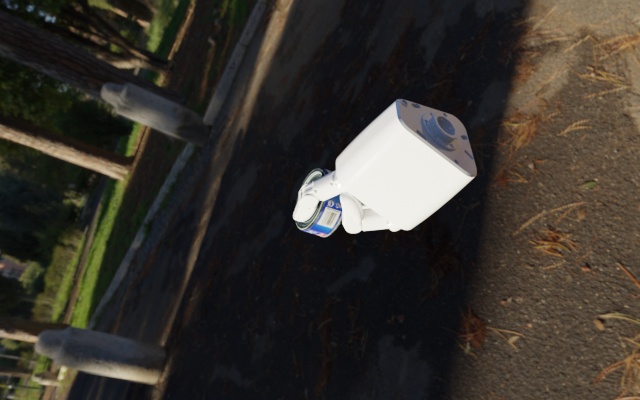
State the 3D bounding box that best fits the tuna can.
[{"bbox_3d":[0.000,0.002,0.618,0.034,0.086,0.086,18,-8,-24],"label":"tuna can"}]
